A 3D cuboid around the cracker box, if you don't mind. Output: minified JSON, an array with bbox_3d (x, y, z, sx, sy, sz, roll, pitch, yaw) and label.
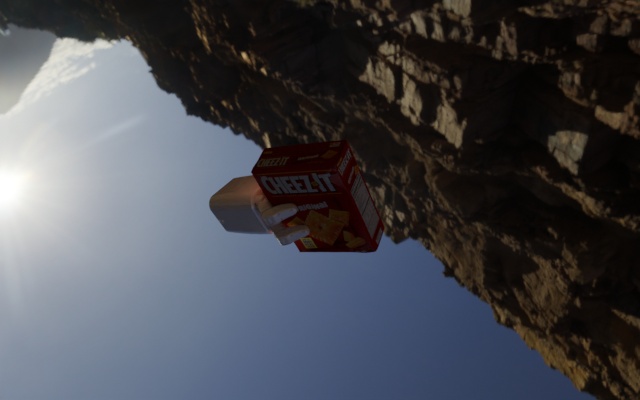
[{"bbox_3d":[0.000,0.003,0.838,0.164,0.072,0.214,-2,-45,29],"label":"cracker box"}]
